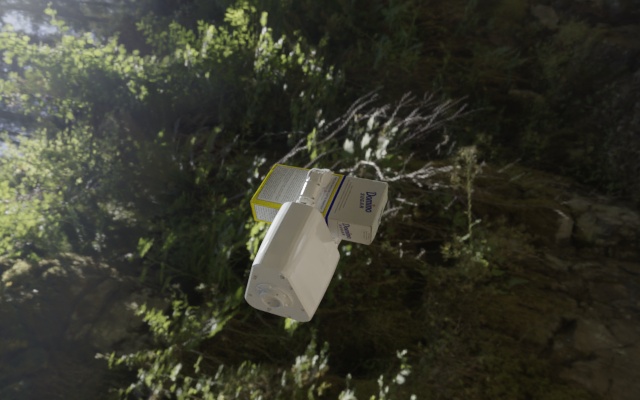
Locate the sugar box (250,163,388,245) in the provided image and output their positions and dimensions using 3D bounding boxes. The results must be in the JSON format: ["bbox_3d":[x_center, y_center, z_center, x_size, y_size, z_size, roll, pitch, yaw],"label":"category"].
[{"bbox_3d":[0.000,0.003,0.683,0.176,0.048,0.093,13,47,15],"label":"sugar box"}]
